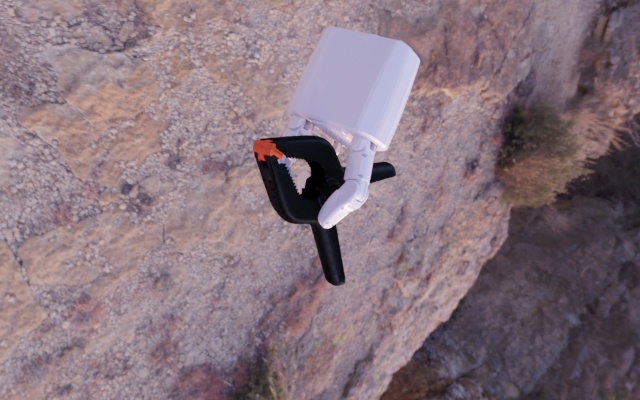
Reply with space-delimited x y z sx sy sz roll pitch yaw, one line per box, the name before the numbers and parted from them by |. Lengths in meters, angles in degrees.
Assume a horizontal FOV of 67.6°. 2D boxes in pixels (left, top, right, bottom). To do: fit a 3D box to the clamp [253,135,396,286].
clamp | 0.000 0.001 0.519 0.036 0.164 0.210 16 -7 41
